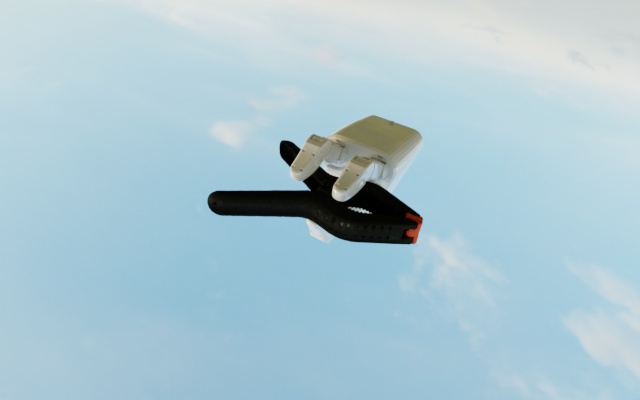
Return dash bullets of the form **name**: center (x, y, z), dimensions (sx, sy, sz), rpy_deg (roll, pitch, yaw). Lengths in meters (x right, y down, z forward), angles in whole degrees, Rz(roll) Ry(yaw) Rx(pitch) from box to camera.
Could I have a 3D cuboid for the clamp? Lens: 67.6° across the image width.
- **clamp**: center (0.001, 0.002, 0.504), dimensions (0.210, 0.036, 0.164), rpy_deg (24, 37, 22)
